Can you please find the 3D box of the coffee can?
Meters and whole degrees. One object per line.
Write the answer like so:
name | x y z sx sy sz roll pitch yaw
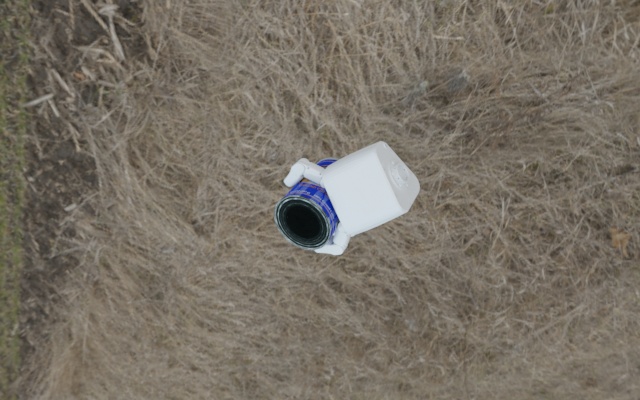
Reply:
coffee can | 0.000 0.003 0.810 0.103 0.103 0.140 0 30 30
